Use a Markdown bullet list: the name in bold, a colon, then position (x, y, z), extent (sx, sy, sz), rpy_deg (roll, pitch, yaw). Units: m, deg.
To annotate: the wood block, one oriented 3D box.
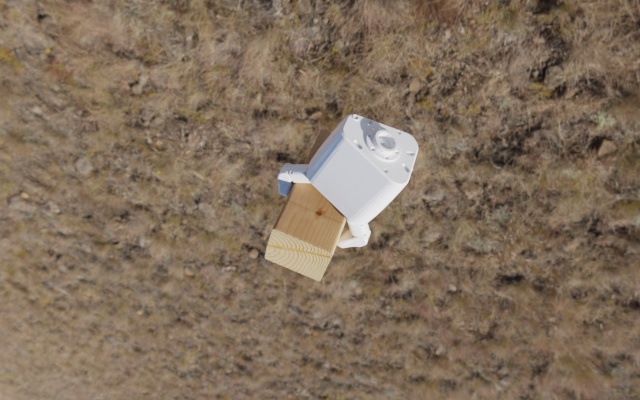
- **wood block**: position (0.000, 0.002, 0.727), extent (0.091, 0.206, 0.090), rpy_deg (23, -37, 1)
